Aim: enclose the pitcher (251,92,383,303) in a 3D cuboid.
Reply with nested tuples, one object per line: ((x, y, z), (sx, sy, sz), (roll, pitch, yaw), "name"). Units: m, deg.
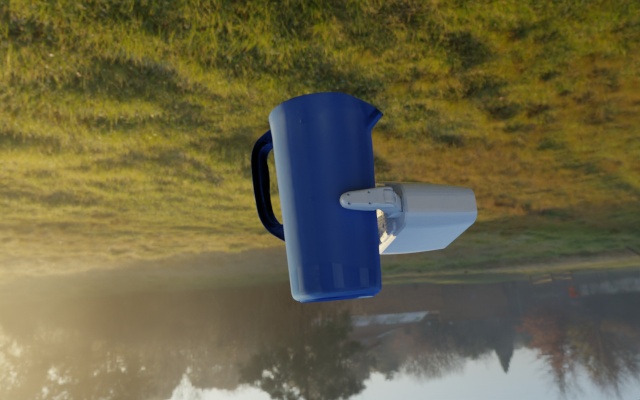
((0.000, 0.002, 0.599), (0.145, 0.242, 0.149), (0, -14, -20), "pitcher")
